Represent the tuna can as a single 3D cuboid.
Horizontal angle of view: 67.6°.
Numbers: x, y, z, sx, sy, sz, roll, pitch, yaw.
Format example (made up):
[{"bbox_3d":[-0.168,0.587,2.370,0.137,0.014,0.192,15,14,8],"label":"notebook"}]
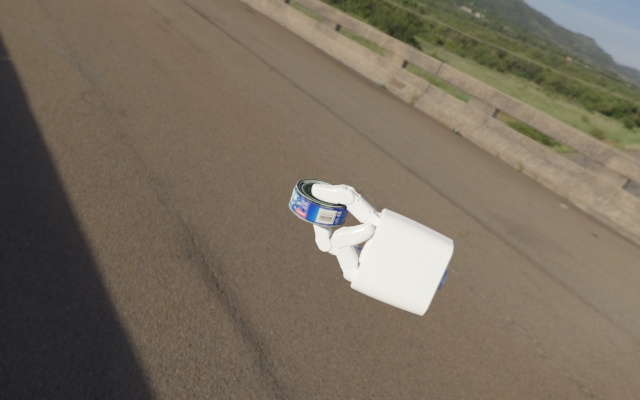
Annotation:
[{"bbox_3d":[0.000,0.002,0.688,0.086,0.034,0.086,15,25,-7],"label":"tuna can"}]
